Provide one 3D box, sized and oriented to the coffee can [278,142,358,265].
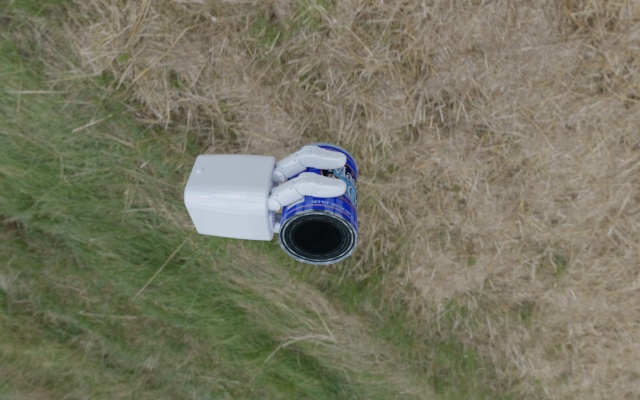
[{"bbox_3d":[0.000,0.002,0.659,0.103,0.103,0.140,0,43,4],"label":"coffee can"}]
